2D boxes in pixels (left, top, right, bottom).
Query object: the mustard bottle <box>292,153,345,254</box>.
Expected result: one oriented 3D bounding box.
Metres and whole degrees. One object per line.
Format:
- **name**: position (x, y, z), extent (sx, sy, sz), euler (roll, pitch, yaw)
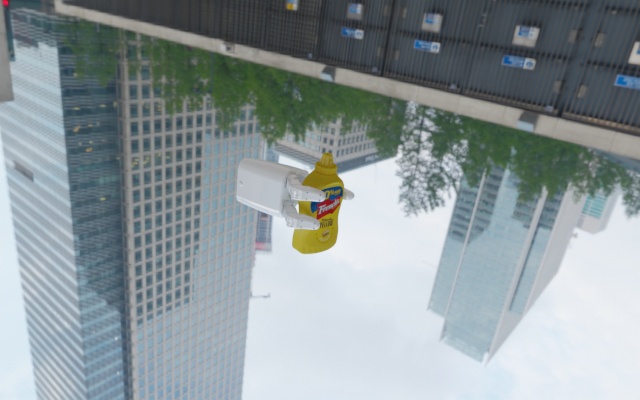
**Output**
- **mustard bottle**: position (0.000, 0.003, 0.896), extent (0.096, 0.192, 0.058), euler (-11, 30, -38)
